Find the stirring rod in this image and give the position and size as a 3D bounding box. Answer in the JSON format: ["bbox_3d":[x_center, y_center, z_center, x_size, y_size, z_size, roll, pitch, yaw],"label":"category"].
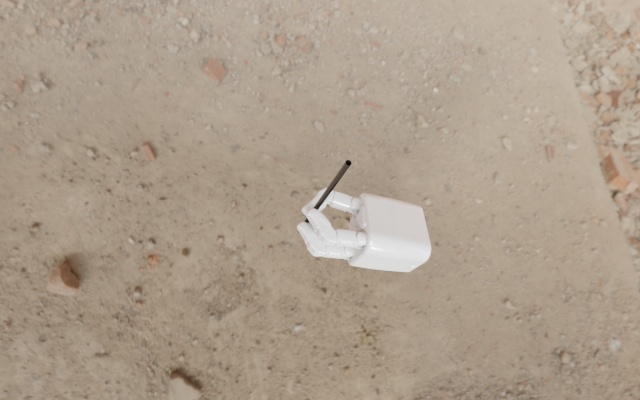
[{"bbox_3d":[0.000,0.002,0.694,0.011,0.011,0.240,0,-24,-18],"label":"stirring rod"}]
